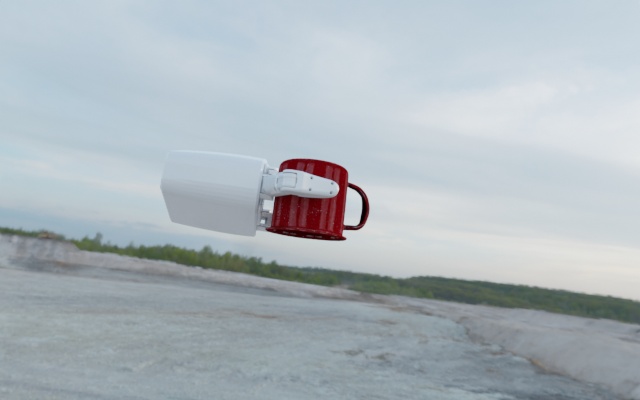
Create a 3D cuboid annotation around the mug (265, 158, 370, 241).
[{"bbox_3d":[0.002,0.002,0.549,0.117,0.081,0.093,8,-9,-7],"label":"mug"}]
